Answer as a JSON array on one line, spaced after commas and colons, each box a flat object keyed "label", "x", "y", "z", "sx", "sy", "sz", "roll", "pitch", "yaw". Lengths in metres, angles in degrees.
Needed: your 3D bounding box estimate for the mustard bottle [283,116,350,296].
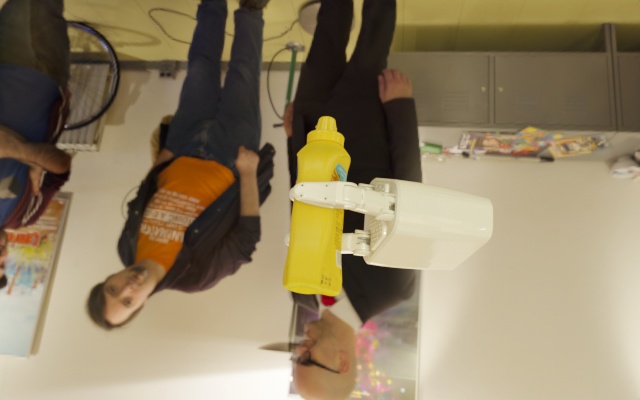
[{"label": "mustard bottle", "x": 0.000, "y": 0.002, "z": 0.509, "sx": 0.058, "sy": 0.191, "sz": 0.096, "roll": 2, "pitch": -14, "yaw": 13}]
